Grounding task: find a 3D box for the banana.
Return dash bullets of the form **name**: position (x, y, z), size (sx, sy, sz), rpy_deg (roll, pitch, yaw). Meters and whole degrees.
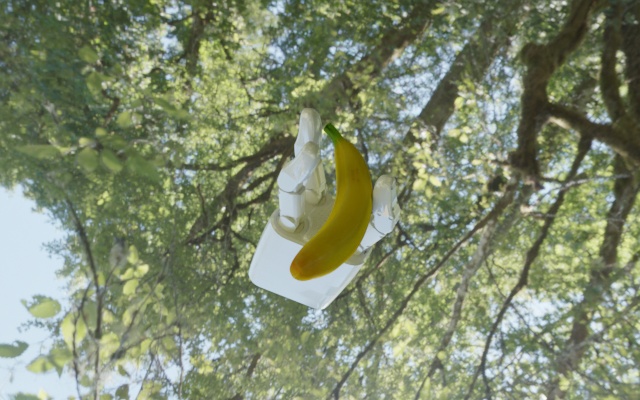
- **banana**: position (0.017, 0.006, 0.456), size (0.069, 0.197, 0.037), rpy_deg (23, -46, -12)
